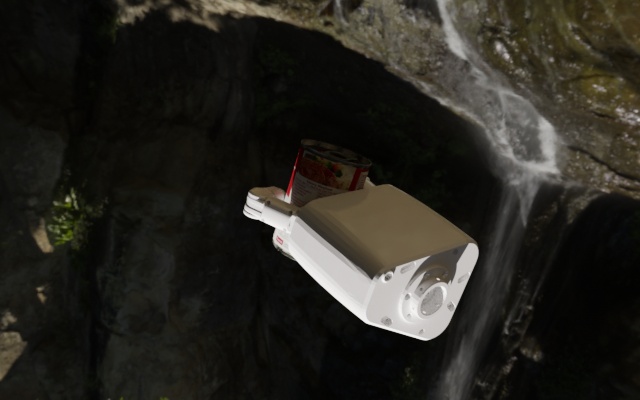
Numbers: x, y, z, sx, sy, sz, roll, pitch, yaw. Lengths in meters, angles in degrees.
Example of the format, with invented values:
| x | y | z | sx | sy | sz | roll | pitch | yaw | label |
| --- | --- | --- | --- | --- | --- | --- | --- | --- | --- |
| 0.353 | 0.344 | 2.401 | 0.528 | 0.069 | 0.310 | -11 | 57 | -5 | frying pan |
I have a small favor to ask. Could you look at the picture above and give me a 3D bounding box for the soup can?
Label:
| x | y | z | sx | sy | sz | roll | pitch | yaw | label |
| --- | --- | --- | --- | --- | --- | --- | --- | --- | --- |
| 0.000 | 0.002 | 0.451 | 0.068 | 0.102 | 0.068 | 17 | 16 | -5 | soup can |
